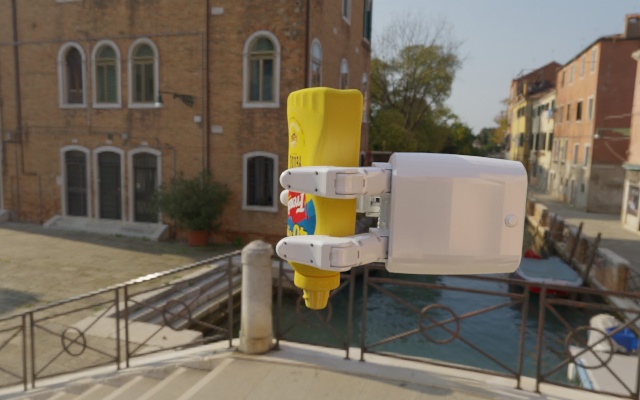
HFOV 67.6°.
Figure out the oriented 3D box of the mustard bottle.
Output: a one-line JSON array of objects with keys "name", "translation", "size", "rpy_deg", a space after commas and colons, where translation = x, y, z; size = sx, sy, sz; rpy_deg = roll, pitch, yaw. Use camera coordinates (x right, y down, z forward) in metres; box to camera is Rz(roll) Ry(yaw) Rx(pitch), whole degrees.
[{"name": "mustard bottle", "translation": [0.000, 0.001, 0.422], "size": [0.058, 0.191, 0.096], "rpy_deg": [-1, 8, -21]}]
